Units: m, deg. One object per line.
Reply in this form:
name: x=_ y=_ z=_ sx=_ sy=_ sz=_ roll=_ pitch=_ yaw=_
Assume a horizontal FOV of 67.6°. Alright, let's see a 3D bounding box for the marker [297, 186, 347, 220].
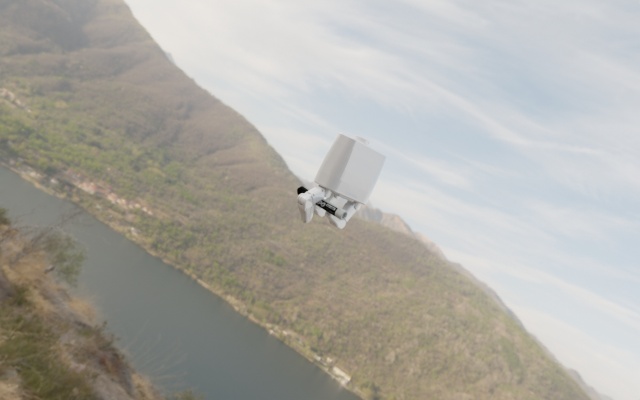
marker: x=0.000 y=0.003 z=0.894 sx=0.121 sy=0.020 sz=0.020 roll=30 pitch=18 yaw=35
